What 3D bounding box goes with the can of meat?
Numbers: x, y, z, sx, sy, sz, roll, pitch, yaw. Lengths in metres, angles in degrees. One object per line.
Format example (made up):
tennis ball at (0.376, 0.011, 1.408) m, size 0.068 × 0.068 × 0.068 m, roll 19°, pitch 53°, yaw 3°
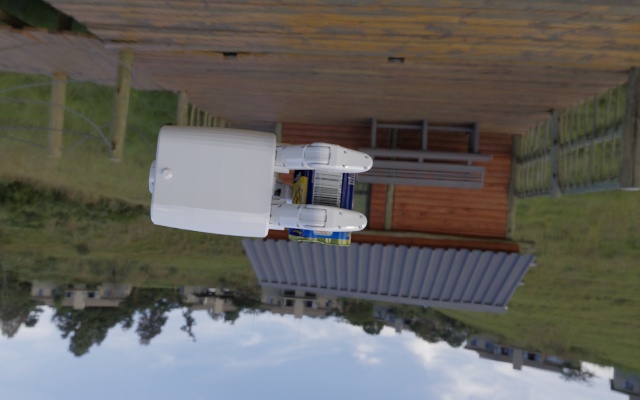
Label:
can of meat at (0.000, 0.002, 0.494) m, size 0.057 × 0.084 × 0.102 m, roll 6°, pitch -3°, yaw -12°
